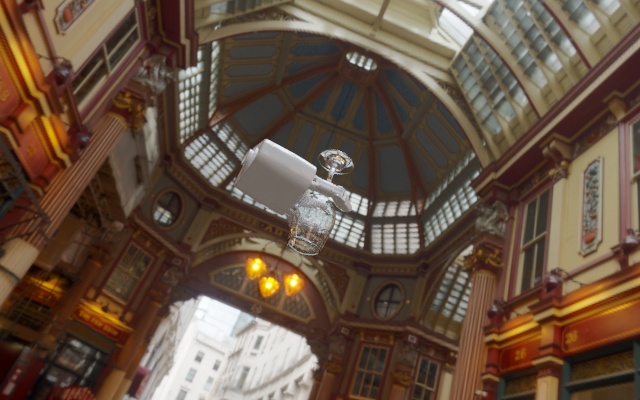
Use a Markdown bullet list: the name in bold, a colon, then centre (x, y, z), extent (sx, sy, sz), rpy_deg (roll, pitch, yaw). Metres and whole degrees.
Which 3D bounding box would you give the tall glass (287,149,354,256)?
- **tall glass**: centre (0.001, 0.002, 0.895), extent (0.079, 0.201, 0.079), rpy_deg (15, -31, 9)
